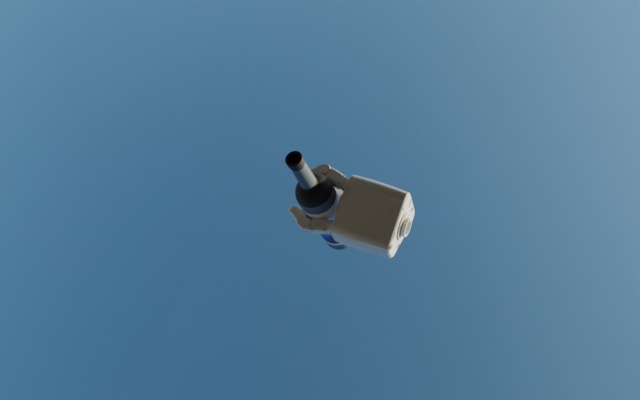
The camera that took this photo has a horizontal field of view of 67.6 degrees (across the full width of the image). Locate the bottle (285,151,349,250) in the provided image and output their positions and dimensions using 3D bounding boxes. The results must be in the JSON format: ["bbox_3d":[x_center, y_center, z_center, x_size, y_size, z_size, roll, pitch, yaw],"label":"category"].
[{"bbox_3d":[0.000,0.003,0.841,0.069,0.069,0.296,0,-27,18],"label":"bottle"}]
